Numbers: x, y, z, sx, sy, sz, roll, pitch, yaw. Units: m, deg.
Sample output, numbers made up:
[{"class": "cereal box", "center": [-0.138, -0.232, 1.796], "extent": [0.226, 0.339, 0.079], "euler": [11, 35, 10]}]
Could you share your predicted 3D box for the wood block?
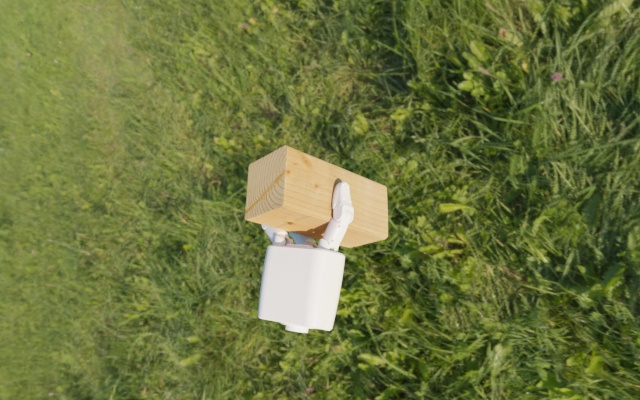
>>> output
[{"class": "wood block", "center": [0.000, 0.003, 0.719], "extent": [0.206, 0.090, 0.091], "euler": [19, -26, -38]}]
